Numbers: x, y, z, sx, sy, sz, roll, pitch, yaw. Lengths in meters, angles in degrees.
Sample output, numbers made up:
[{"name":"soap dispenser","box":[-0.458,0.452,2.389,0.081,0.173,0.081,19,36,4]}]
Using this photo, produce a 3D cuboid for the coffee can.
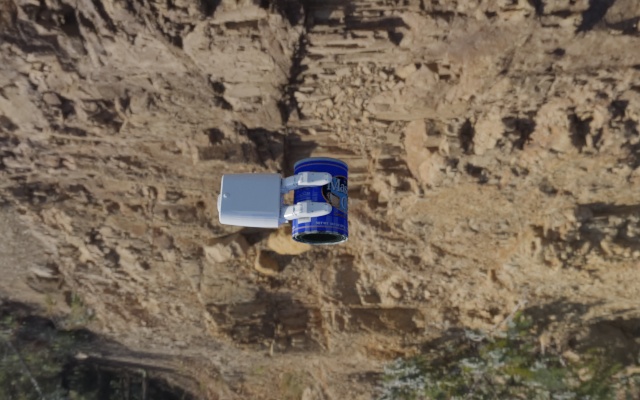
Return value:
[{"name":"coffee can","box":[0.000,0.003,0.881,0.103,0.140,0.103,1,-17,0]}]
